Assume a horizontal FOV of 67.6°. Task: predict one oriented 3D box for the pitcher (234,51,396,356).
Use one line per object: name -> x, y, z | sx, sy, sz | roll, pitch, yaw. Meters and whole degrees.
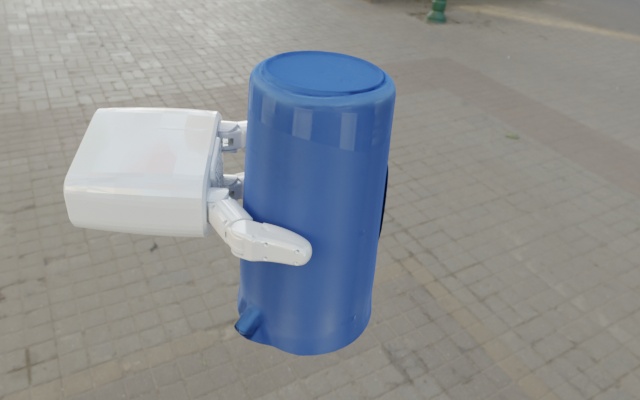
pitcher -> 0.000, 0.001, 0.419 | 0.145, 0.243, 0.149 | 4, 34, -3
